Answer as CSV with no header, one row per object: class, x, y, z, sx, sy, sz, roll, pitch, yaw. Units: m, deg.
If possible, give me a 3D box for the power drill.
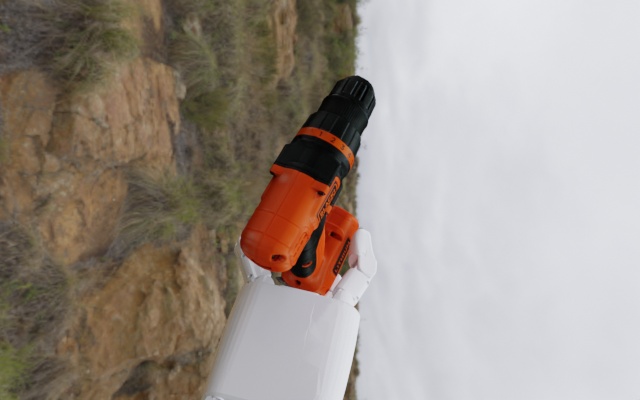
power drill,0.000,0.002,0.445,0.057,0.184,0.188,24,-22,17
